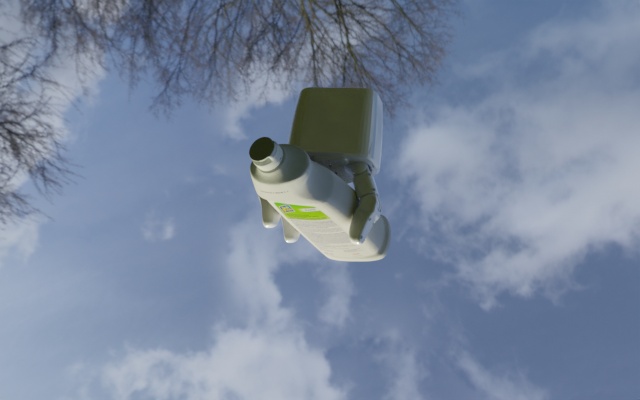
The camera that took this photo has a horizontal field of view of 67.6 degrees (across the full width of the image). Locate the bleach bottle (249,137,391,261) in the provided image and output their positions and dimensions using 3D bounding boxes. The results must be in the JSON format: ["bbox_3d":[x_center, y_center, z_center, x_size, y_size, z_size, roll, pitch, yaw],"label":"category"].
[{"bbox_3d":[0.000,0.002,0.568,0.102,0.068,0.251,-5,-27,24],"label":"bleach bottle"}]
